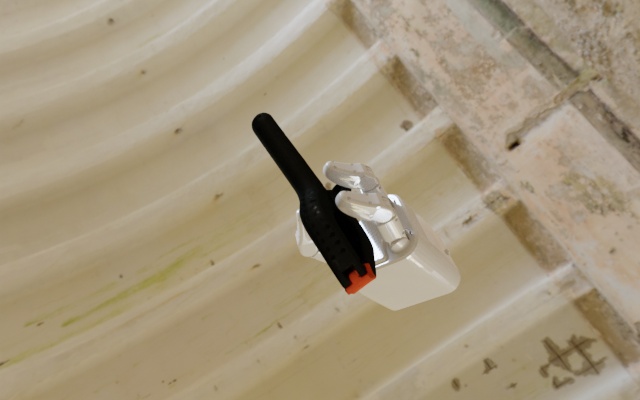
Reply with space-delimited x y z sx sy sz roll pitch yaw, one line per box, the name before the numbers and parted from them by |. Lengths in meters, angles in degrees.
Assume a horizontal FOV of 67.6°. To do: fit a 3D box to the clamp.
clamp | 0.000 0.003 0.489 0.165 0.036 0.209 37 21 -35
